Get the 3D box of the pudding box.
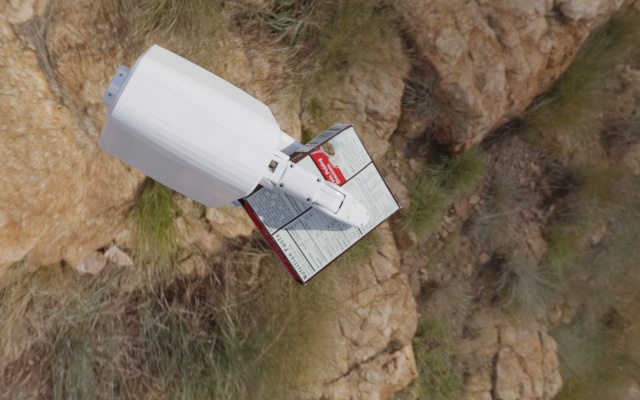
[{"bbox_3d":[0.000,0.001,0.402,0.113,0.090,0.039,-36,17,-12],"label":"pudding box"}]
